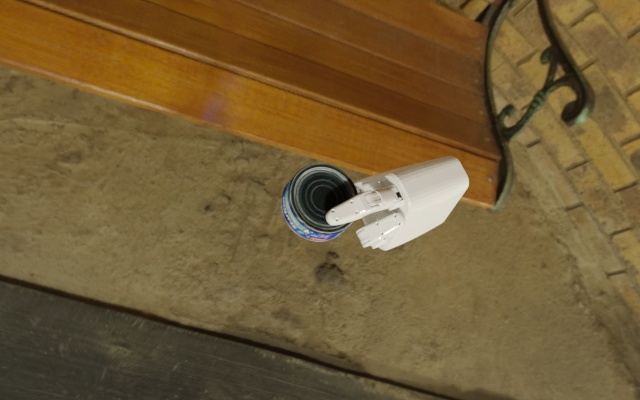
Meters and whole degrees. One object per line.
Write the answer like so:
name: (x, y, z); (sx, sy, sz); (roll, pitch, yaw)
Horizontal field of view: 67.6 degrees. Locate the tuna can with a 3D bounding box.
tuna can: (0.000, 0.002, 0.543); (0.086, 0.086, 0.034); (0, -18, -21)
